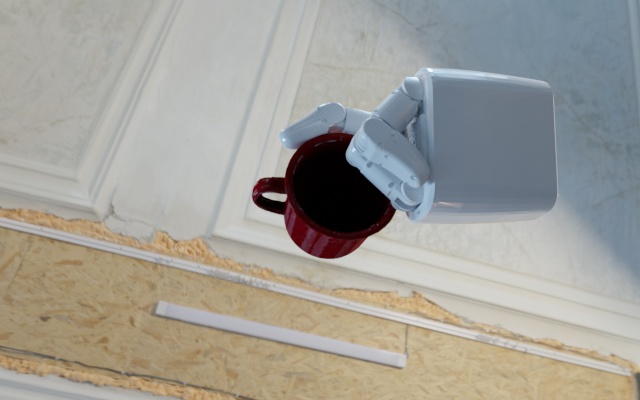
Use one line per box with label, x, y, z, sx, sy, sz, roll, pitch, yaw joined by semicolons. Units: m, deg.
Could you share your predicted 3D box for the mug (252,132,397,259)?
mug;-0.001;0.001;0.409;0.117;0.093;0.081;3;-23;-9
